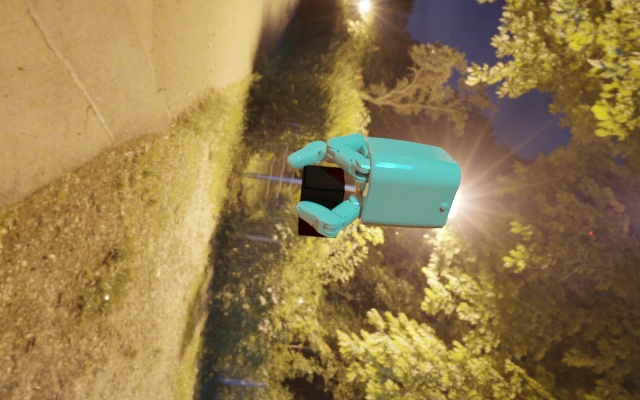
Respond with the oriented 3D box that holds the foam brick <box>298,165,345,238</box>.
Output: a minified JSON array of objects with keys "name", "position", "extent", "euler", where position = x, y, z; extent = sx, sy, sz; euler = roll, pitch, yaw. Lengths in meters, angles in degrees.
[{"name":"foam brick","position":[0.000,0.002,0.604],"extent":[0.051,0.078,0.053],"euler":[5,38,-5]}]
